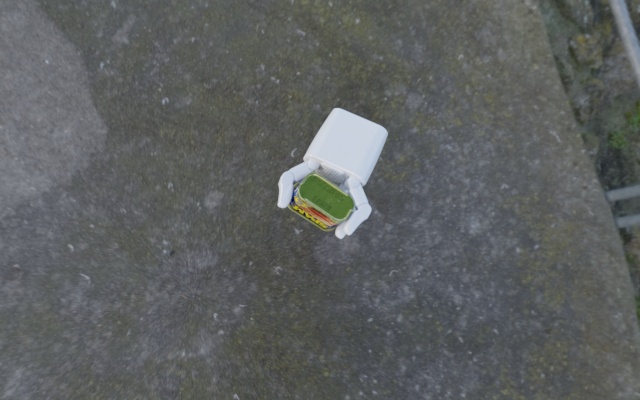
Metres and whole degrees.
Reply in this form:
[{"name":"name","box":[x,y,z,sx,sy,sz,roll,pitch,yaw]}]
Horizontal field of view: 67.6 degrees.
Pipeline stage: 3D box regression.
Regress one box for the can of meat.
[{"name":"can of meat","box":[0.000,0.003,0.805,0.102,0.057,0.084,33,-18,-6]}]
